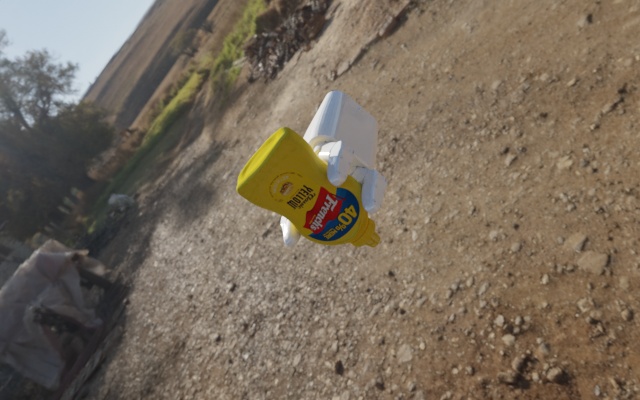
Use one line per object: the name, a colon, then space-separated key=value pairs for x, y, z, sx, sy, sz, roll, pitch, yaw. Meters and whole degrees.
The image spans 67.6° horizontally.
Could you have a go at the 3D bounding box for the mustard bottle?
mustard bottle: x=0.000 y=0.002 z=0.582 sx=0.192 sy=0.096 sz=0.058 roll=36 pitch=21 yaw=-23
